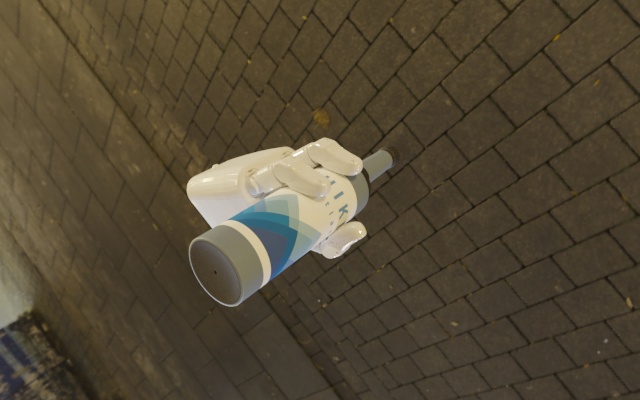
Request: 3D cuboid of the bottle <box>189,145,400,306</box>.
[{"bbox_3d":[0.000,0.002,0.501,0.069,0.069,0.295,0,24,41],"label":"bottle"}]
